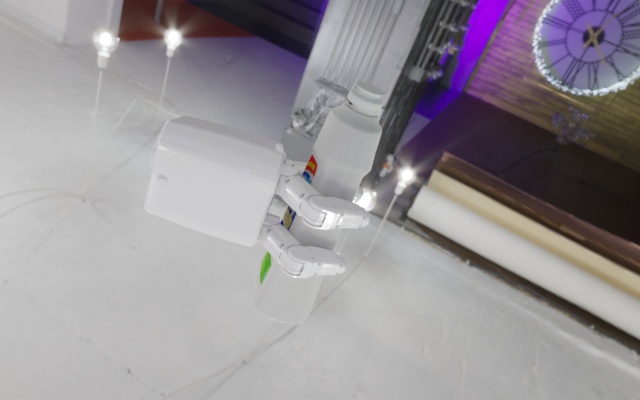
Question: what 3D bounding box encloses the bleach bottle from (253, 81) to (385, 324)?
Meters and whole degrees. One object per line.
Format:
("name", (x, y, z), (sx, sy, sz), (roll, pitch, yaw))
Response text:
("bleach bottle", (0.000, 0.002, 0.476), (0.068, 0.251, 0.102), (18, 28, -9))
